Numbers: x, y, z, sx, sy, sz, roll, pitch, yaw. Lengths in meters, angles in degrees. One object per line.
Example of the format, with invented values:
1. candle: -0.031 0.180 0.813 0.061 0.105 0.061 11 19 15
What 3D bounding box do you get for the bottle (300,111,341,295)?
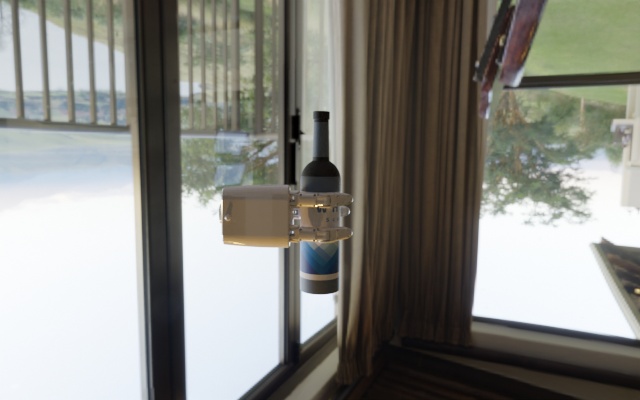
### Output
1. bottle: 0.000 0.003 0.786 0.069 0.296 0.069 1 6 0
